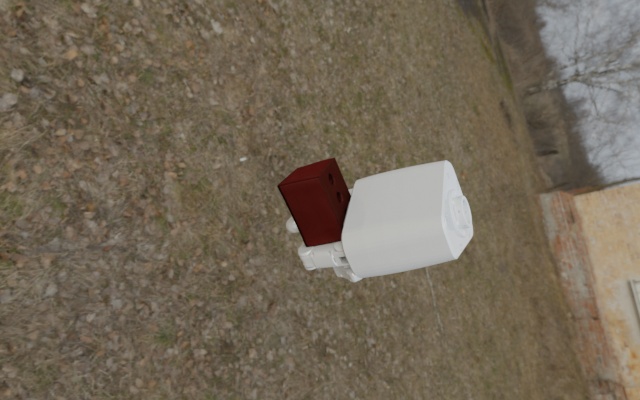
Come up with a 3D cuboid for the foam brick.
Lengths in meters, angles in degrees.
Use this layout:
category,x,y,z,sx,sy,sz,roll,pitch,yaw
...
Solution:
category,x,y,z,sx,sy,sz,roll,pitch,yaw
foam brick,0.000,0.002,0.516,0.051,0.078,0.053,-14,21,30
